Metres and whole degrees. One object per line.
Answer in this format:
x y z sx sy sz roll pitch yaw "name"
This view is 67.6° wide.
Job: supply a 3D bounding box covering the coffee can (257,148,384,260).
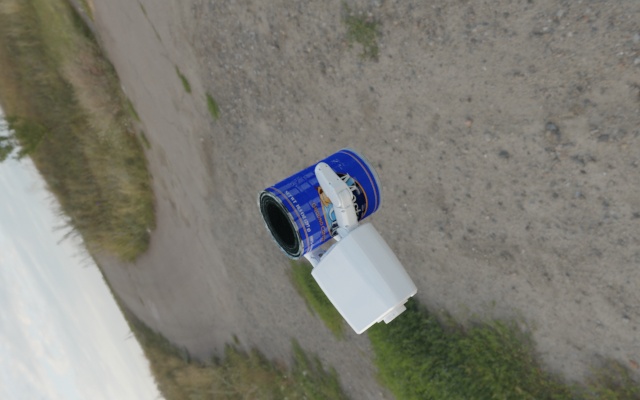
0.000 0.002 0.651 0.140 0.103 0.103 -29 13 -25 "coffee can"
